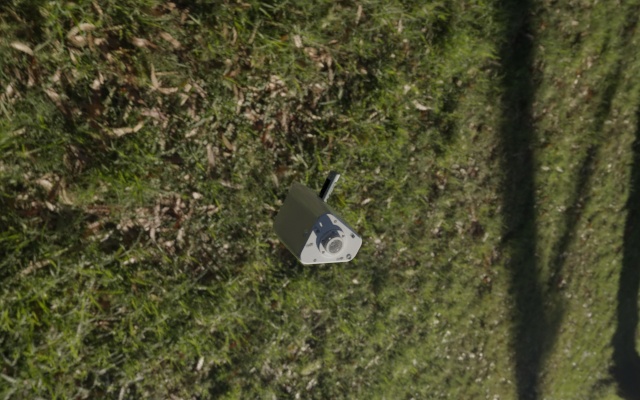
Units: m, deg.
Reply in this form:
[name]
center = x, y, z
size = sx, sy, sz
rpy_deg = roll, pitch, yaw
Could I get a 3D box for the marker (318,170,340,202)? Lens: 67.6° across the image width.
[marker]
center = 0.000, 0.003, 0.859
size = 0.020, 0.121, 0.020
rpy_deg = 25, 12, -6
